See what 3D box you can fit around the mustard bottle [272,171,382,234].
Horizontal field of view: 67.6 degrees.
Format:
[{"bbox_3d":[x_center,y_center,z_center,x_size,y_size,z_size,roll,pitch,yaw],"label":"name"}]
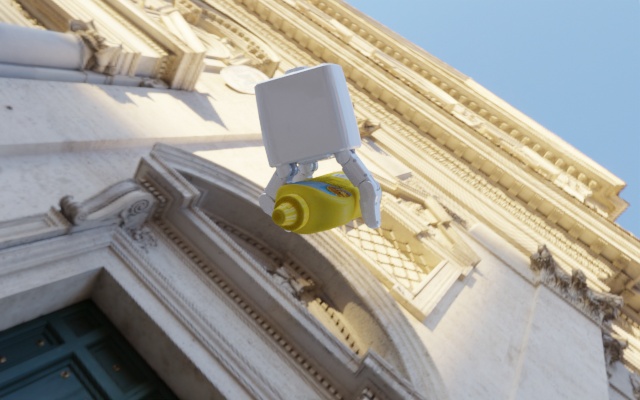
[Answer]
[{"bbox_3d":[0.000,0.002,0.593,0.096,0.058,0.191,16,16,25],"label":"mustard bottle"}]
